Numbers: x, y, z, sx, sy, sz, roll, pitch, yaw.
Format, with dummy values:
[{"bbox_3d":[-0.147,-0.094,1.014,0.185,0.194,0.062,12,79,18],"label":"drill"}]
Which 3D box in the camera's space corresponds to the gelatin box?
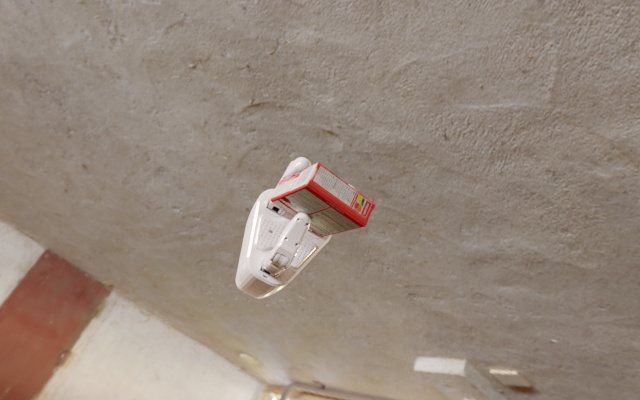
[{"bbox_3d":[0.000,0.002,0.482,0.073,0.030,0.089,35,-25,-19],"label":"gelatin box"}]
